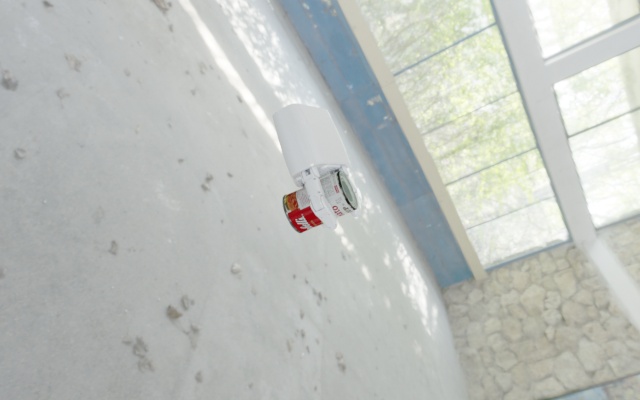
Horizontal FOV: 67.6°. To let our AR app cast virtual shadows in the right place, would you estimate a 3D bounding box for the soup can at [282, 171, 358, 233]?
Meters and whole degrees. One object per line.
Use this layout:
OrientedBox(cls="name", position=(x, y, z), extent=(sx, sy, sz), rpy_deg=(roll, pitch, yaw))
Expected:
OrientedBox(cls="soup can", position=(0.001, 0.003, 0.759), extent=(0.102, 0.068, 0.068), rpy_deg=(-24, -7, 17))
